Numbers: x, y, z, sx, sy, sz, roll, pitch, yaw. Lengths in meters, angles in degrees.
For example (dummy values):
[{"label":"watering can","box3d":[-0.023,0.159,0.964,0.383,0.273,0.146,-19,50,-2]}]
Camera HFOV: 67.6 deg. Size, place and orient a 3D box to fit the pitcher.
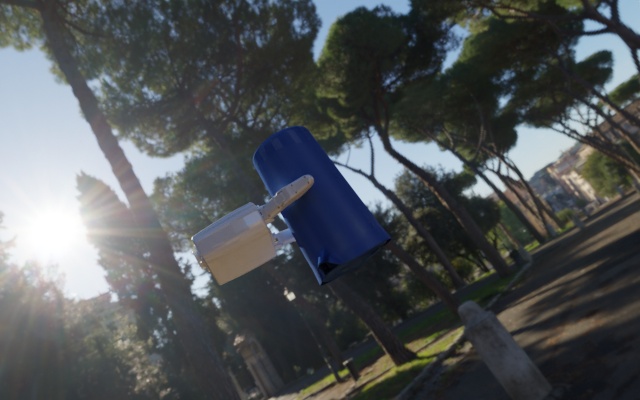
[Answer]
[{"label":"pitcher","box3d":[0.000,0.003,0.777,0.145,0.242,0.149,-30,-13,-12]}]
